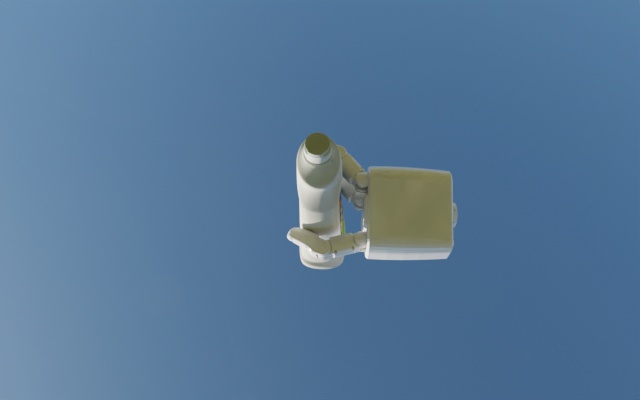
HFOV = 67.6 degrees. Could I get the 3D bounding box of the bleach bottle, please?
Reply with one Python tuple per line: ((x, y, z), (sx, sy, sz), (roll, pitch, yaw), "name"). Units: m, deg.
((0.000, 0.002, 0.619), (0.068, 0.102, 0.251), (1, -26, 2), "bleach bottle")
